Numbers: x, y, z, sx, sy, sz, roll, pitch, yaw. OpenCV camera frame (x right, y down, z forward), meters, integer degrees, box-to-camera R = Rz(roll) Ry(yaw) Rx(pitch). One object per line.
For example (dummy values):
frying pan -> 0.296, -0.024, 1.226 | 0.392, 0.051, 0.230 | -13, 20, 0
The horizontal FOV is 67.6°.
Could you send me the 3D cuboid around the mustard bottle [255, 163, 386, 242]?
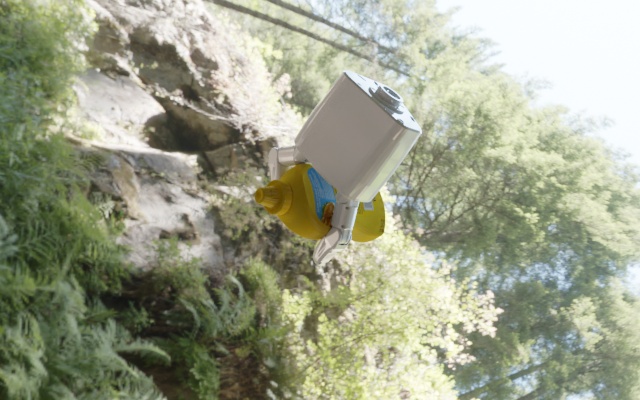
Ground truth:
mustard bottle -> 0.000, 0.002, 0.600 | 0.191, 0.096, 0.058 | 7, -26, -44
